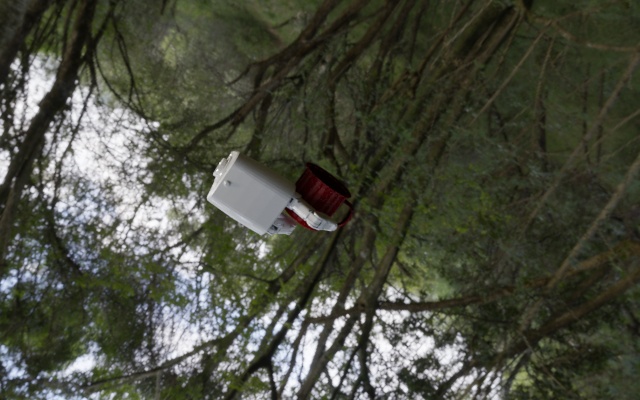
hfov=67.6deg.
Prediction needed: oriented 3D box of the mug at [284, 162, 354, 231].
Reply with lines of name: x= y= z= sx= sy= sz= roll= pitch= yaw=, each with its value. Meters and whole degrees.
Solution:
mug: x=0.001 y=0.004 z=0.800 sx=0.117 sy=0.081 sz=0.093 roll=34 pitch=15 yaw=-16
